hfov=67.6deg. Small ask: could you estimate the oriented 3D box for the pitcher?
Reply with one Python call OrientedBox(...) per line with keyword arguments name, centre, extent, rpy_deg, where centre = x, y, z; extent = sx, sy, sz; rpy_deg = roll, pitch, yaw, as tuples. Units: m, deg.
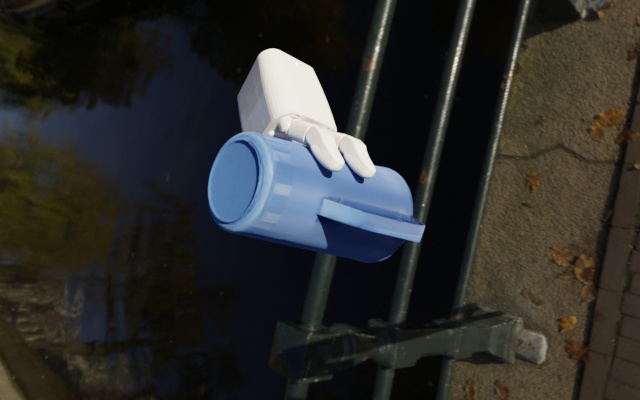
OrientedBox(name="pitcher", centre=(0.000, 0.002, 0.566), extent=(0.149, 0.145, 0.243), rpy_deg=(-34, -31, 33))
